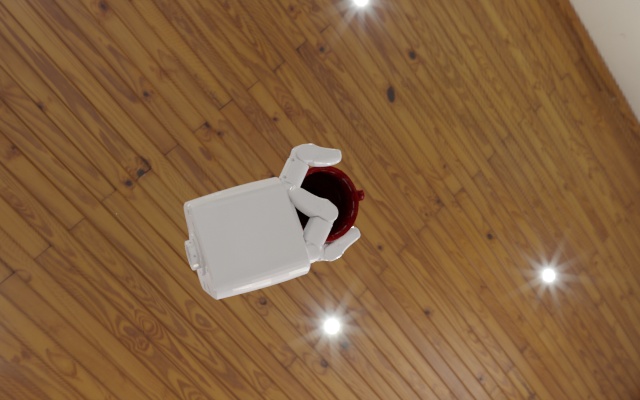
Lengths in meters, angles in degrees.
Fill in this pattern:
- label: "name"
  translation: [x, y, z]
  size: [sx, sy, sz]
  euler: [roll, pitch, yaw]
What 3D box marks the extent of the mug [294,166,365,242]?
- label: "mug"
  translation: [0.001, 0.002, 0.617]
  size: [0.117, 0.093, 0.081]
  euler: [-14, 4, -24]
